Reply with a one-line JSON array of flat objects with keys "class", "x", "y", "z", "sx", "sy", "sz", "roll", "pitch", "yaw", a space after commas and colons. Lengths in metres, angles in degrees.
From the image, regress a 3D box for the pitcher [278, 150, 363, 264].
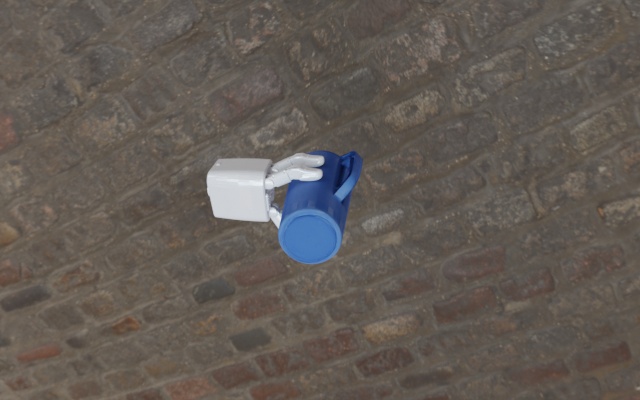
[{"class": "pitcher", "x": 0.000, "y": 0.003, "z": 0.886, "sx": 0.145, "sy": 0.149, "sz": 0.242, "roll": 5, "pitch": 27, "yaw": 3}]
